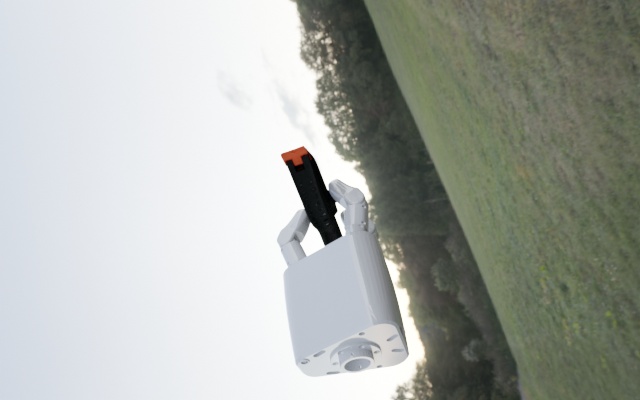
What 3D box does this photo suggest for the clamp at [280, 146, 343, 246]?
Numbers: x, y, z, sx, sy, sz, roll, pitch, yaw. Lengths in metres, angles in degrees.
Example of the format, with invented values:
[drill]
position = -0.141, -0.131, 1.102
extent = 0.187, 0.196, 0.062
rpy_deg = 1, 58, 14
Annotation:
[clamp]
position = -0.001, 0.002, 0.583
extent = 0.036, 0.164, 0.210
rpy_deg = -20, -45, 6
